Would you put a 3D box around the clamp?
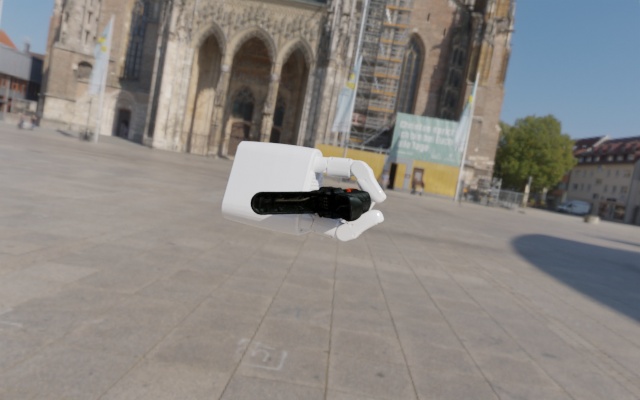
[{"bbox_3d":[0.000,0.001,0.544,0.120,0.039,0.171,9,3,14],"label":"clamp"}]
